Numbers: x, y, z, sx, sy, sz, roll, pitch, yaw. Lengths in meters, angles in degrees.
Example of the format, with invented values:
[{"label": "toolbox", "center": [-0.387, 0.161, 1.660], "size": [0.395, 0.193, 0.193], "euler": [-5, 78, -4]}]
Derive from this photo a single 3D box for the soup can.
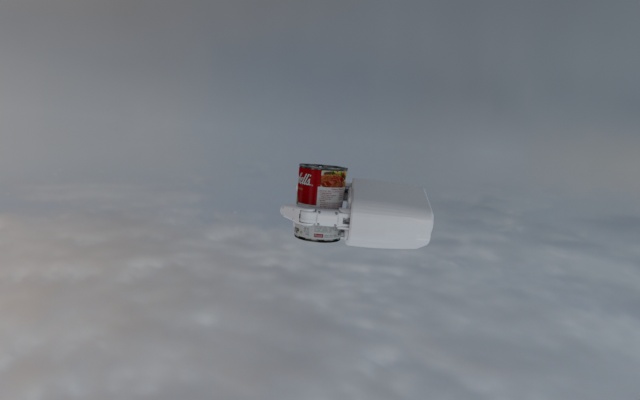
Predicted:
[{"label": "soup can", "center": [0.000, 0.002, 0.666], "size": [0.068, 0.102, 0.068], "euler": [5, 8, -1]}]
